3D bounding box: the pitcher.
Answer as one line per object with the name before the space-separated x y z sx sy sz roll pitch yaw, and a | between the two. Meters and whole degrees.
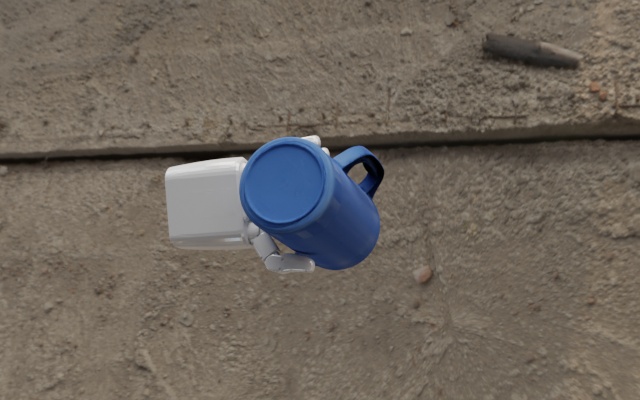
pitcher | 0.000 0.002 0.608 0.145 0.149 0.243 -3 -15 15
